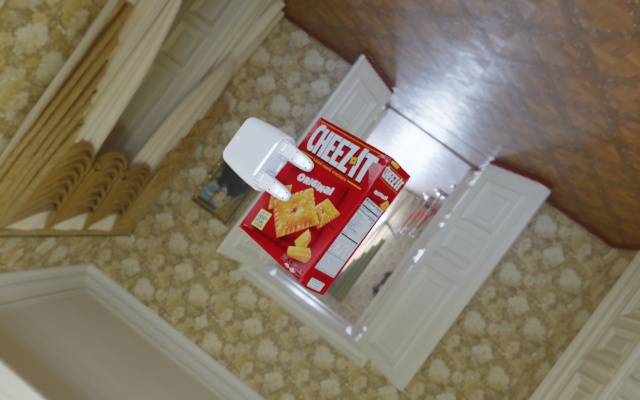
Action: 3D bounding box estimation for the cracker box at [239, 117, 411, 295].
[{"bbox_3d":[0.000,0.003,0.703,0.164,0.213,0.072,37,1,41],"label":"cracker box"}]
